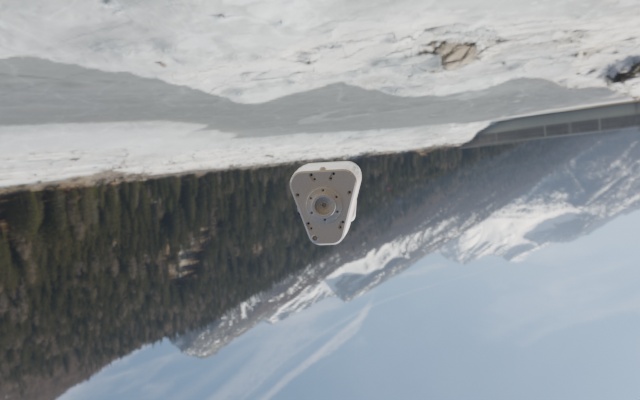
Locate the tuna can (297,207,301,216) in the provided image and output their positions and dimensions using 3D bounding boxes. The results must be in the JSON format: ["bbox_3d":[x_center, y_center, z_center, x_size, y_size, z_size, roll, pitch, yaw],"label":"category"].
[{"bbox_3d":[0.000,0.003,0.834,0.086,0.034,0.086,-7,11,1],"label":"tuna can"}]
